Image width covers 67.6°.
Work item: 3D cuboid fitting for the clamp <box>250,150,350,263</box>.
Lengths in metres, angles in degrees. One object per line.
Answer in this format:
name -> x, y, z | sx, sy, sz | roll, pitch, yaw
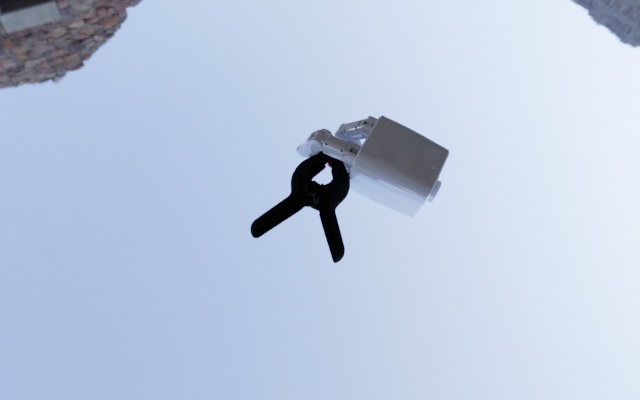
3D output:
clamp -> 0.000, 0.002, 0.623 | 0.120, 0.171, 0.039 | 27, -29, 8
